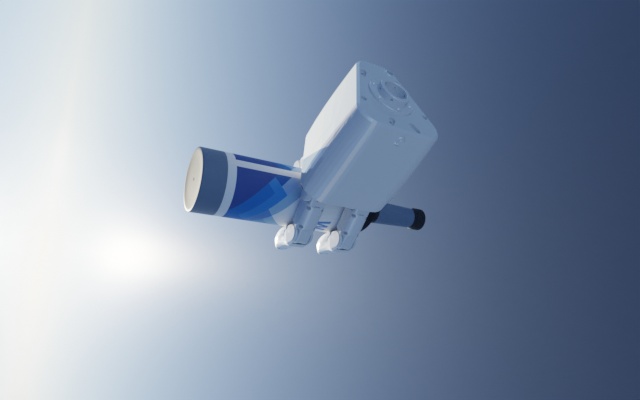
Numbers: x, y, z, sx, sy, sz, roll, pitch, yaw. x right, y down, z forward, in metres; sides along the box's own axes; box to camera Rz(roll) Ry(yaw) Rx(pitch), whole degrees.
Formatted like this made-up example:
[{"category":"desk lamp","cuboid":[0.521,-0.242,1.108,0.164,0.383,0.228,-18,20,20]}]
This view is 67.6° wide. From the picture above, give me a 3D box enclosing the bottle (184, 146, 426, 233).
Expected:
[{"category":"bottle","cuboid":[0.000,0.002,0.545,0.296,0.069,0.069,10,-5,-29]}]
